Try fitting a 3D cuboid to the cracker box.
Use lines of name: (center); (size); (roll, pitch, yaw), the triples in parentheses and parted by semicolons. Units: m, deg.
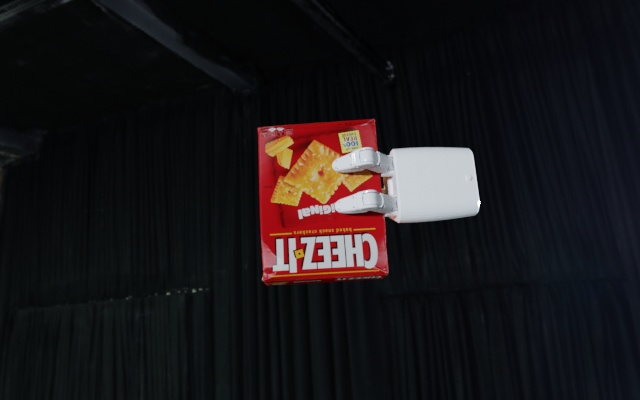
cracker box: (0.000, 0.002, 0.651); (0.164, 0.213, 0.072); (-3, -14, -1)
